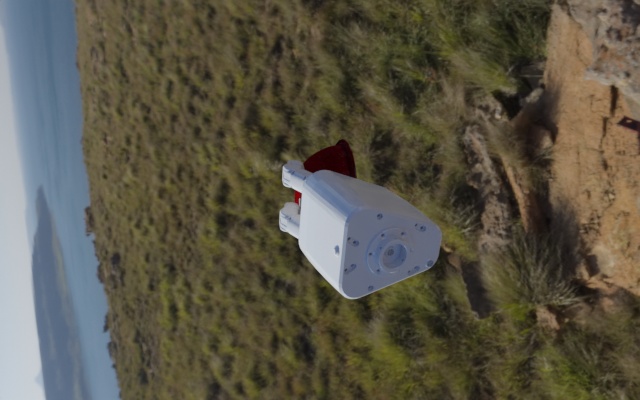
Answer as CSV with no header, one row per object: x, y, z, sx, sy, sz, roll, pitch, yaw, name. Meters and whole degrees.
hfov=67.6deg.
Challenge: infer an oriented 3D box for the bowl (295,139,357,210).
-0.001,0.002,0.609,0.055,0.162,0.162,1,0,-11,bowl
